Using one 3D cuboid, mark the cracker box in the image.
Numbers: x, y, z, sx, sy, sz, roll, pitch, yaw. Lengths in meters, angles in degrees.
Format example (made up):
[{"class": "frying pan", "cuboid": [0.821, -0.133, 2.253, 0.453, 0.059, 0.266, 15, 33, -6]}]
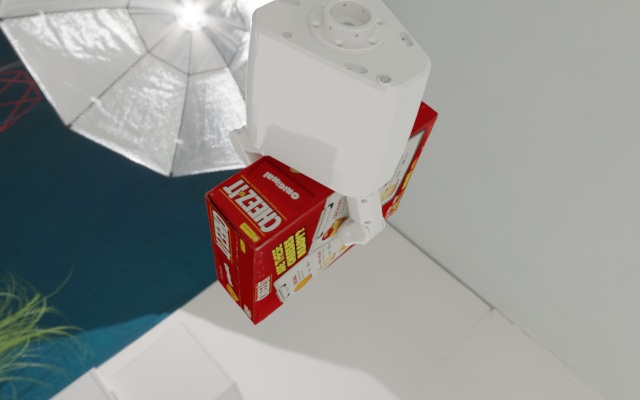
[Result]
[{"class": "cracker box", "cuboid": [0.000, 0.002, 0.455, 0.213, 0.072, 0.164, -36, -23, -27]}]
